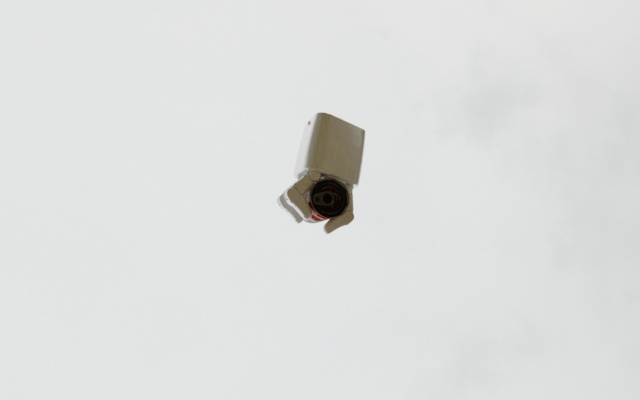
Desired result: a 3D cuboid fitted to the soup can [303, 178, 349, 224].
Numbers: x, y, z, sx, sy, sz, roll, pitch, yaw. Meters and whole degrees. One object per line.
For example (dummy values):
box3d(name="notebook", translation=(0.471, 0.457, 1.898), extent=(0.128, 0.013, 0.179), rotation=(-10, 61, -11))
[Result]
box3d(name="soup can", translation=(0.000, 0.003, 0.833), extent=(0.068, 0.068, 0.102), rotation=(0, -8, -19))
